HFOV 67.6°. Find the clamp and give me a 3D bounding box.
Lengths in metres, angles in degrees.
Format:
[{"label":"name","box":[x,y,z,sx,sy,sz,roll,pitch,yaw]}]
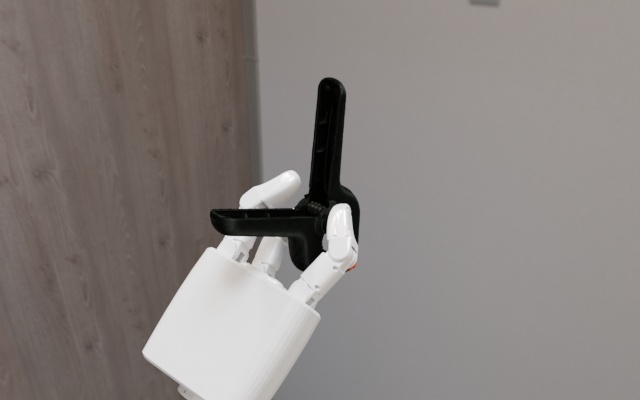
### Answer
[{"label":"clamp","box":[0.001,0.002,0.452,0.036,0.164,0.210,24,-17,34]}]
